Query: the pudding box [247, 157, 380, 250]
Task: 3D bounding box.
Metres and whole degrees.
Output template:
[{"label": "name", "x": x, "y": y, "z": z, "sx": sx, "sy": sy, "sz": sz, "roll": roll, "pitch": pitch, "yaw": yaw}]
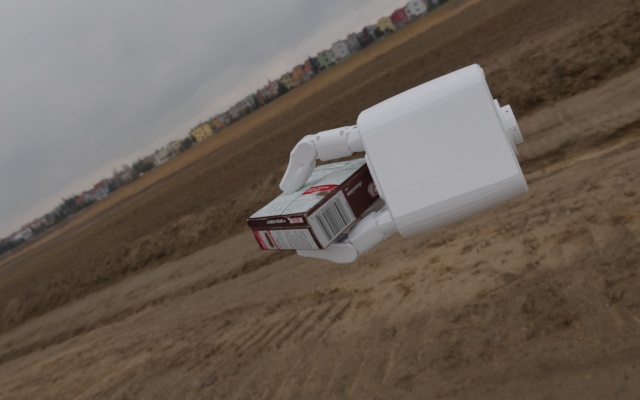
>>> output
[{"label": "pudding box", "x": 0.000, "y": 0.001, "z": 0.449, "sx": 0.090, "sy": 0.039, "sz": 0.113, "roll": -8, "pitch": 23, "yaw": 48}]
